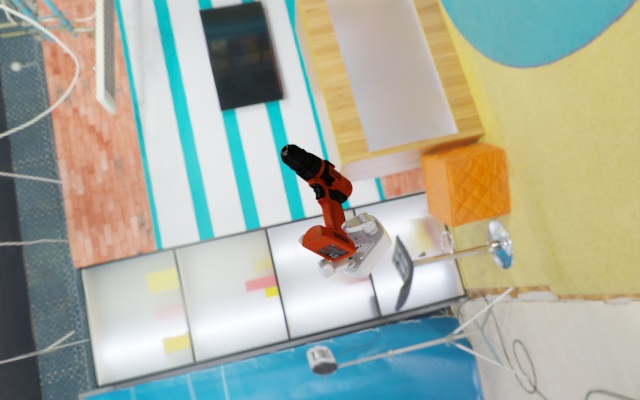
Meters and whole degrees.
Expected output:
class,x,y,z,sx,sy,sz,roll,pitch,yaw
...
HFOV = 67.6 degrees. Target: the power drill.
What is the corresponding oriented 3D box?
class,x,y,z,sx,sy,sz,roll,pitch,yaw
power drill,0.000,0.003,0.853,0.057,0.187,0.184,-28,-40,32
